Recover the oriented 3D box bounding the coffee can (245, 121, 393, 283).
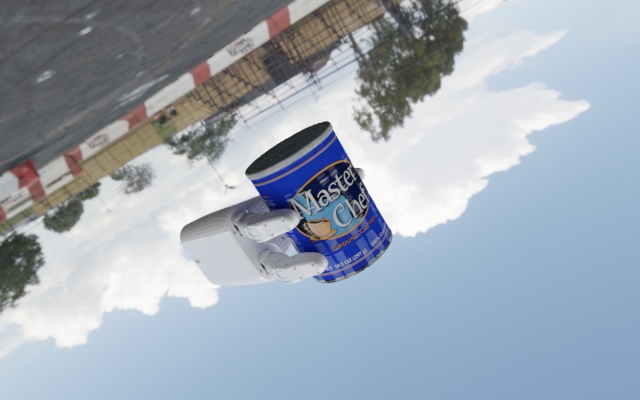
[{"bbox_3d":[0.000,0.001,0.510,0.103,0.140,0.102,-28,18,10],"label":"coffee can"}]
